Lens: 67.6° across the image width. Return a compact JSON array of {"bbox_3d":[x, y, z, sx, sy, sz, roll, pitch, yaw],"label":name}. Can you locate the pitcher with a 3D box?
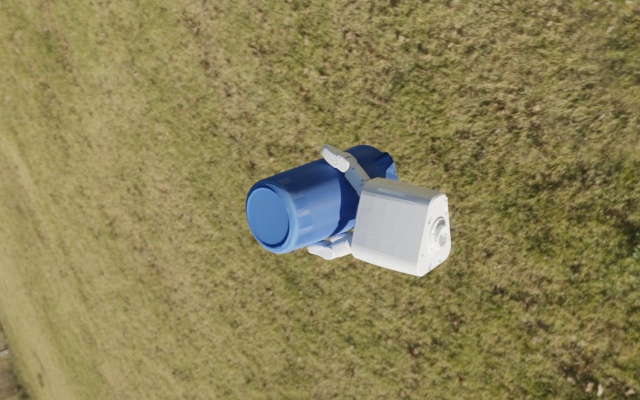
[{"bbox_3d":[0.000,0.002,0.750,0.145,0.149,0.243,16,24,38],"label":"pitcher"}]
